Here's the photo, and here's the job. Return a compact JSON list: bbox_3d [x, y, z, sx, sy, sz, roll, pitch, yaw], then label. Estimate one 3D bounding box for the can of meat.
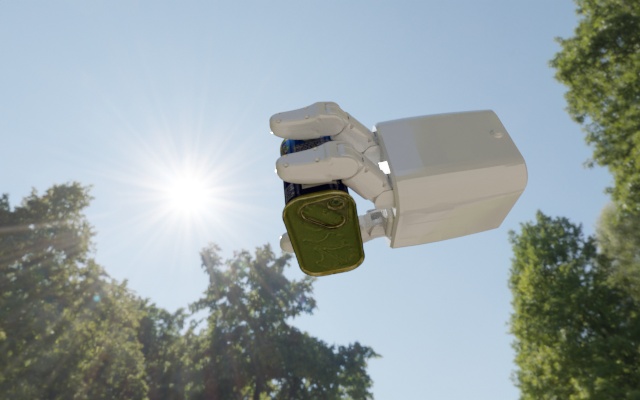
[{"bbox_3d":[0.000,0.001,0.411,0.057,0.083,0.102,-11,-43,3],"label":"can of meat"}]
